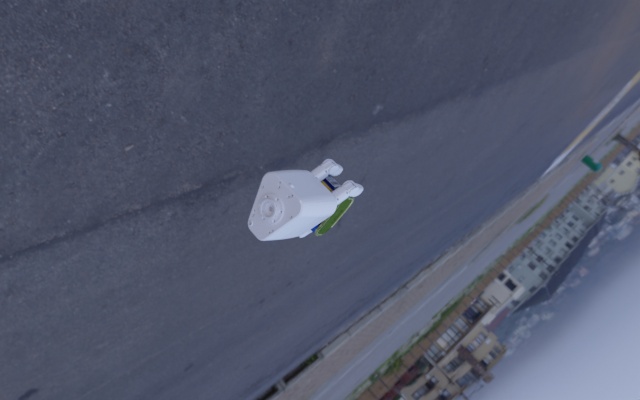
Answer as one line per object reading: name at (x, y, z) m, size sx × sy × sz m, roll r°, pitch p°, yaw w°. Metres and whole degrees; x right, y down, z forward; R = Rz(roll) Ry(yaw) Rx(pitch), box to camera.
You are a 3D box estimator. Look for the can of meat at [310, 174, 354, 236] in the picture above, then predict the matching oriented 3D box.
can of meat at (0.000, 0.003, 0.885) m, size 0.084 × 0.102 × 0.057 m, roll 46°, pitch 20°, yaw 21°
